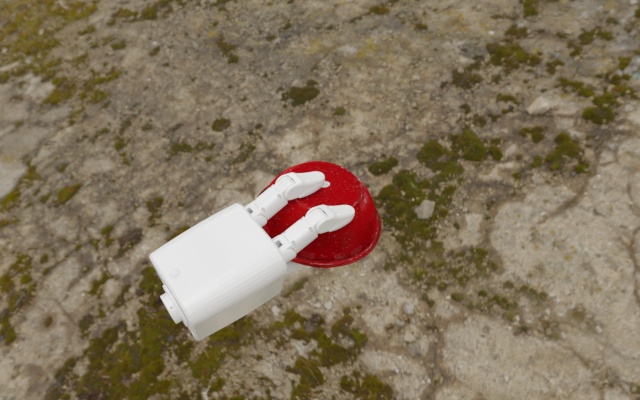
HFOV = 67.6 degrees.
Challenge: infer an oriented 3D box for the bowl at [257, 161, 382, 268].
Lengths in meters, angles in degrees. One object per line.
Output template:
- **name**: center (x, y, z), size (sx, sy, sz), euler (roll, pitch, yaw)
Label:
- **bowl**: center (0.001, 0.001, 0.575), size (0.162, 0.055, 0.162), euler (6, 42, -6)
